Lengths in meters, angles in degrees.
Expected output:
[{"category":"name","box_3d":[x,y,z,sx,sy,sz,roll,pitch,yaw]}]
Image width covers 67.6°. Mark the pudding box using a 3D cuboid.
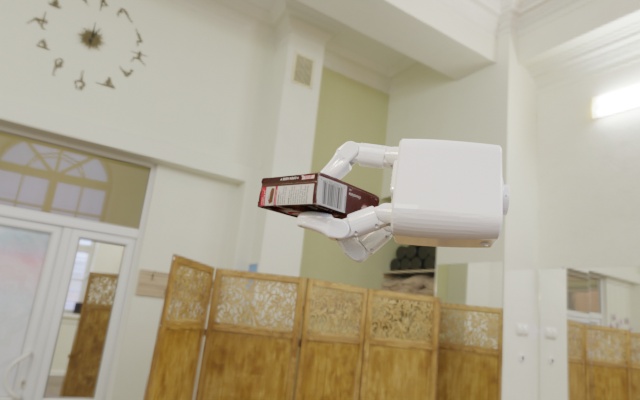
[{"category":"pudding box","box_3d":[0.000,0.002,0.546,0.090,0.039,0.113,-4,-17,41]}]
